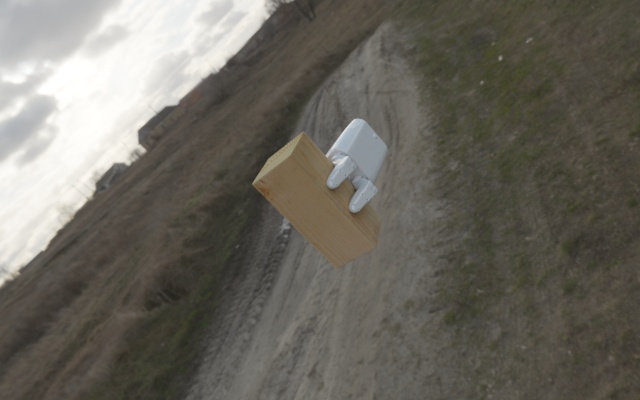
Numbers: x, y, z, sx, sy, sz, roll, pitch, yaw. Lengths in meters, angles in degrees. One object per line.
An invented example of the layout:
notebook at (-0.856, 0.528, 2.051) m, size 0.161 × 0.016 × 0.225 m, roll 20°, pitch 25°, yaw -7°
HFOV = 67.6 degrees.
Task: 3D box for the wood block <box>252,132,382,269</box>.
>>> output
wood block at (0.000, 0.002, 0.794) m, size 0.091 × 0.206 × 0.090 m, roll -33°, pitch 20°, yaw 31°
